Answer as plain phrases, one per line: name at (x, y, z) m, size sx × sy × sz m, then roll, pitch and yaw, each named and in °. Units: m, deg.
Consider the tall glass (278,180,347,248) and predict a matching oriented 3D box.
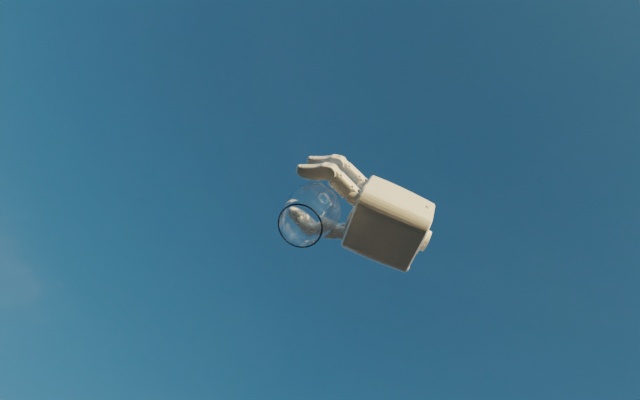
tall glass at (0.000, 0.002, 0.709) m, size 0.079 × 0.079 × 0.201 m, roll 0°, pitch 18°, yaw 17°
